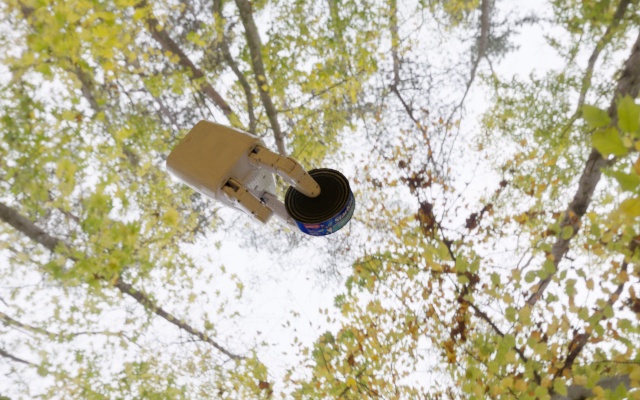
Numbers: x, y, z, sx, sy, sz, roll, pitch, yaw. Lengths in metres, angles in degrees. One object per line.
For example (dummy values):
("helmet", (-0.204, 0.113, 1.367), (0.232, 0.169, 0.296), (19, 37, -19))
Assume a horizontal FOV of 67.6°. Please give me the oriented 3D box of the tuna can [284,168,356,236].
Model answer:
("tuna can", (0.000, 0.002, 0.601), (0.086, 0.086, 0.034), (0, -35, 21))
